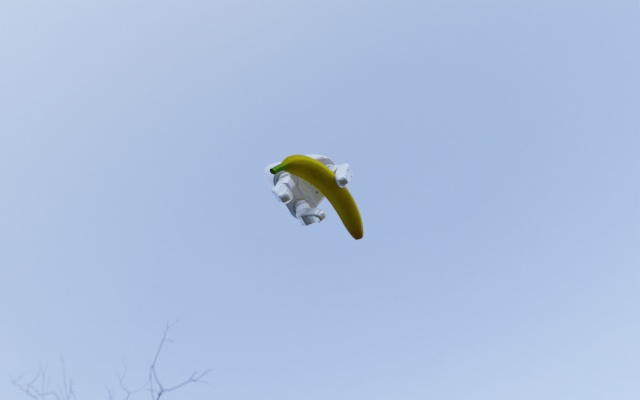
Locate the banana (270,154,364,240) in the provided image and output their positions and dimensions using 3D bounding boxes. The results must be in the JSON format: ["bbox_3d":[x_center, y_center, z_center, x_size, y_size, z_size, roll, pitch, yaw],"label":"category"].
[{"bbox_3d":[0.007,-0.015,0.760,0.198,0.069,0.037,38,-19,-23],"label":"banana"}]
